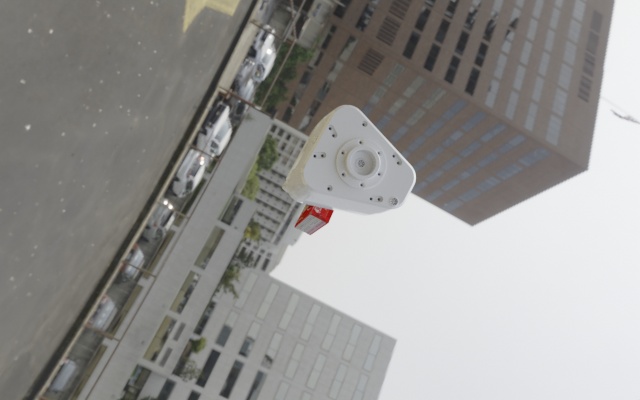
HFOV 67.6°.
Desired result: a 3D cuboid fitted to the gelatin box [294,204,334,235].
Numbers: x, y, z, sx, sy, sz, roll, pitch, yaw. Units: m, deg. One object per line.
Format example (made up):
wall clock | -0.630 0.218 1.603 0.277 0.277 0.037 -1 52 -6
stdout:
gelatin box | 0.000 0.002 0.644 0.030 0.073 0.089 28 -20 -7
